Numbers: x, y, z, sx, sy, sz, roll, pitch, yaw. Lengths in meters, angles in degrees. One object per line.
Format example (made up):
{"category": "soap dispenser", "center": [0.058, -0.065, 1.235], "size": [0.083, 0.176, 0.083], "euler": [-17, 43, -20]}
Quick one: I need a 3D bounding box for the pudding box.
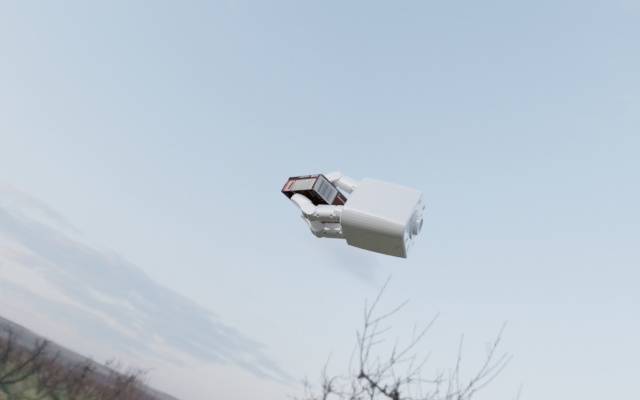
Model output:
{"category": "pudding box", "center": [0.000, 0.003, 0.833], "size": [0.090, 0.039, 0.113], "euler": [-3, -41, 49]}
